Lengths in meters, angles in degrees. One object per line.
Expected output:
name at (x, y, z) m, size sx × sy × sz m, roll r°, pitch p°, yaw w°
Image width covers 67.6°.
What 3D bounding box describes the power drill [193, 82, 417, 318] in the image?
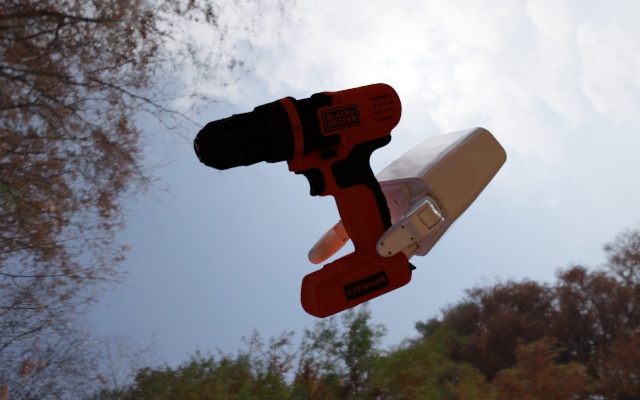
power drill at (0.000, 0.002, 0.416) m, size 0.184 × 0.188 × 0.057 m, roll -16°, pitch 13°, yaw -18°
